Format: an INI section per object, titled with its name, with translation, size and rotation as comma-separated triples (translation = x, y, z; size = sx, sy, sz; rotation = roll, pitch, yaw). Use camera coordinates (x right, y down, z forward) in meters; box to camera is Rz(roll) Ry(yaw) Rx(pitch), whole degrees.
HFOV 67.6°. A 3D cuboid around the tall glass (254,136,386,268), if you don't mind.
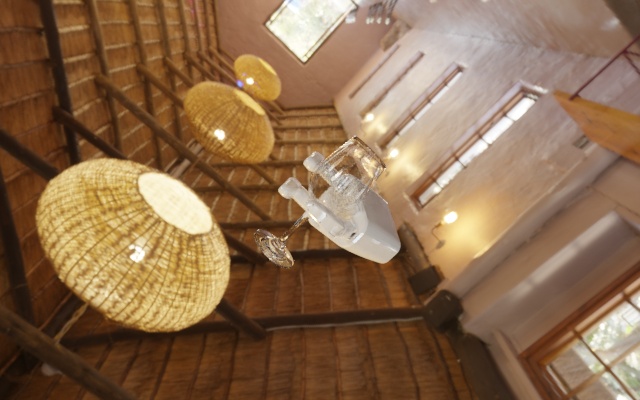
[tall glass]
translation = 0.000, 0.003, 0.670
size = 0.201, 0.079, 0.079
rotation = -45, -14, 14
